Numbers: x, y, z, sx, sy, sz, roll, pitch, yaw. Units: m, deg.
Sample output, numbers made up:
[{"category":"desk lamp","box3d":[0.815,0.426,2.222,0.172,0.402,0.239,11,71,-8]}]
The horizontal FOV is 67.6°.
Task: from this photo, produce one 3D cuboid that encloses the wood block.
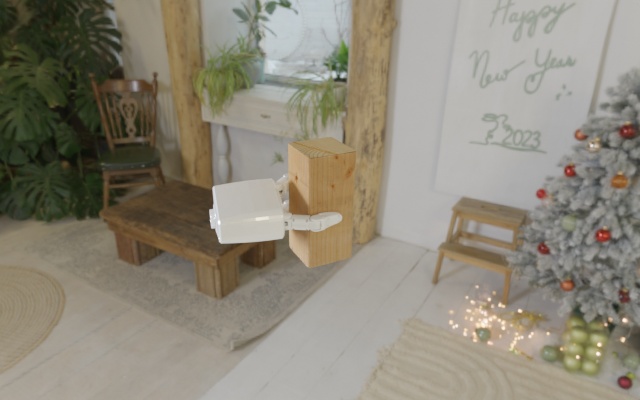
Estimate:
[{"category":"wood block","box3d":[0.000,0.003,0.851,0.090,0.206,0.090,-11,27,-25]}]
